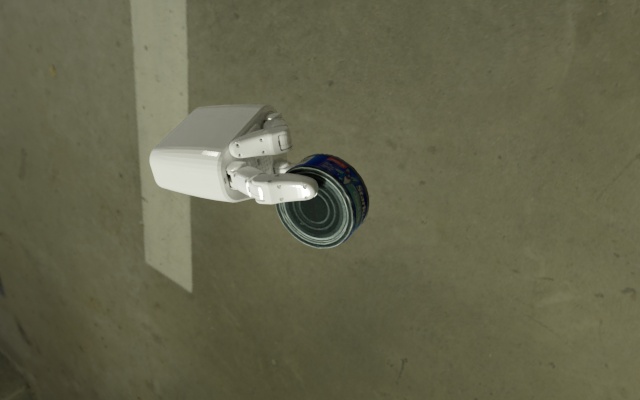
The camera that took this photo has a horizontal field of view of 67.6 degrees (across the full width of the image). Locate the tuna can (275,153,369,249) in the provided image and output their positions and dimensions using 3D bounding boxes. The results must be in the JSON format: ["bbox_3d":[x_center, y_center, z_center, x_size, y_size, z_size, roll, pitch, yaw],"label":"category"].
[{"bbox_3d":[0.000,0.002,0.449,0.086,0.086,0.033,0,23,31],"label":"tuna can"}]
